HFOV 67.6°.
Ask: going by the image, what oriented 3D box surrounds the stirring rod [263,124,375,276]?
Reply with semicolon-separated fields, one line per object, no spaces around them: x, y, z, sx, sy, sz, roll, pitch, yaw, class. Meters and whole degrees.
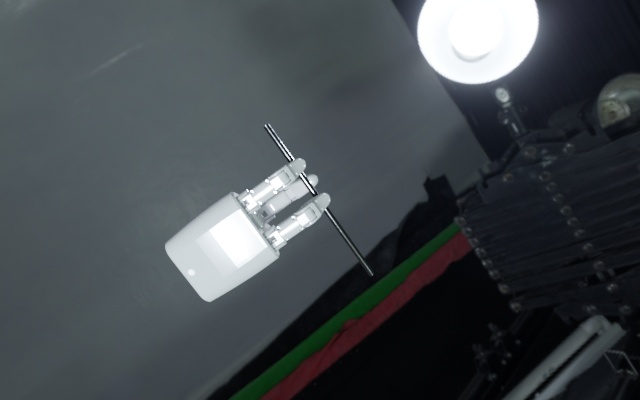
0.000;0.002;0.622;0.011;0.239;0.011;-35;8;6;stirring rod
